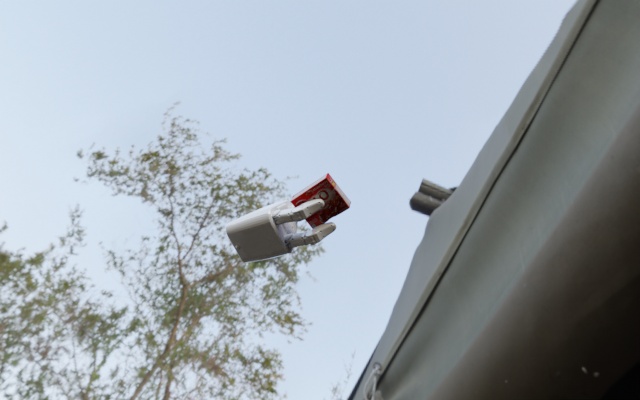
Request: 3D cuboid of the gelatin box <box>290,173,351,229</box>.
[{"bbox_3d":[0.000,0.003,0.889,0.089,0.073,0.030,-32,15,22],"label":"gelatin box"}]
